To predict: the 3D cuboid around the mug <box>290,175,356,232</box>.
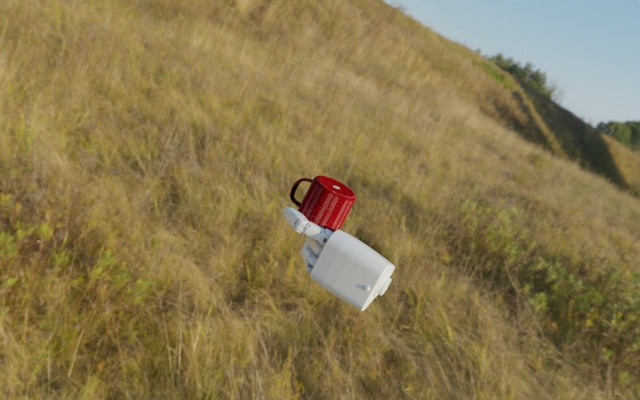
[{"bbox_3d":[-0.001,0.002,0.844,0.117,0.081,0.093,32,18,15],"label":"mug"}]
